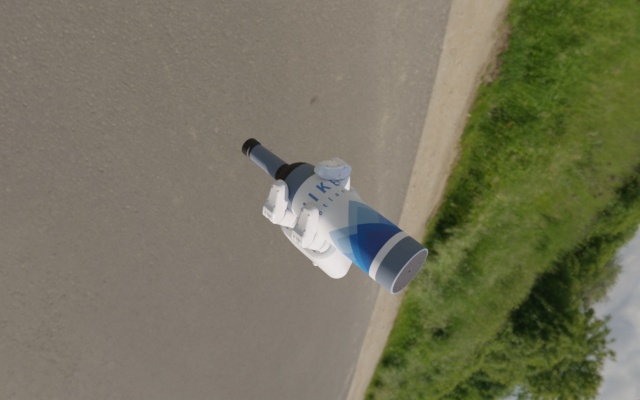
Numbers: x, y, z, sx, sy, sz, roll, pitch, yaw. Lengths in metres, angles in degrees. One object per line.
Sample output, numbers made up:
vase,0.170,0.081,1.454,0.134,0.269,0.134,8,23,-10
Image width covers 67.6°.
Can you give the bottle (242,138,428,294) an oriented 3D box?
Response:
bottle,0.000,0.002,0.617,0.295,0.069,0.069,38,20,28
